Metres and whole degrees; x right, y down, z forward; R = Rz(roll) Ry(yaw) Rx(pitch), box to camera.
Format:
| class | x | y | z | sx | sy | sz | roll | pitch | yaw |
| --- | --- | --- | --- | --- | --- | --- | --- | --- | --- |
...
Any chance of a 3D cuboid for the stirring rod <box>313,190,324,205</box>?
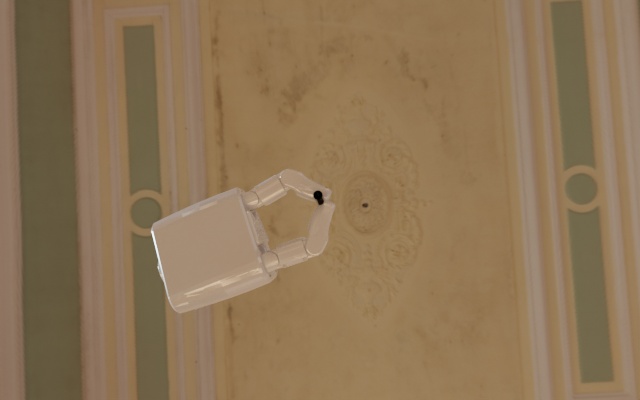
| class | x | y | z | sx | sy | sz | roll | pitch | yaw |
| --- | --- | --- | --- | --- | --- | --- | --- | --- | --- |
| stirring rod | 0.000 | 0.002 | 0.520 | 0.011 | 0.011 | 0.239 | 0 | -3 | 1 |
